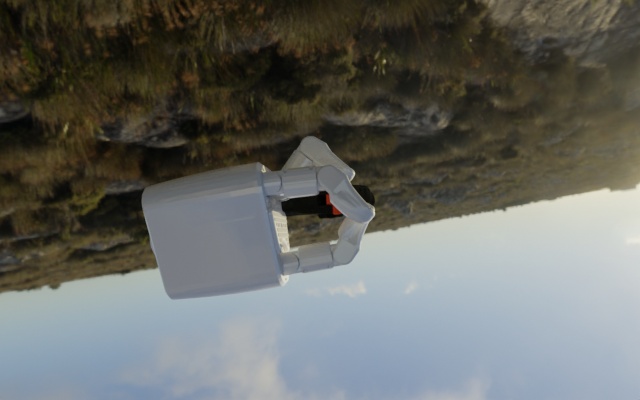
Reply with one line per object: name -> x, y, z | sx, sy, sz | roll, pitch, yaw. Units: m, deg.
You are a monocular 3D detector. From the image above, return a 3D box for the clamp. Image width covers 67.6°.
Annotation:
clamp -> 0.000, 0.002, 0.506 | 0.120, 0.039, 0.171 | -10, -4, 4
